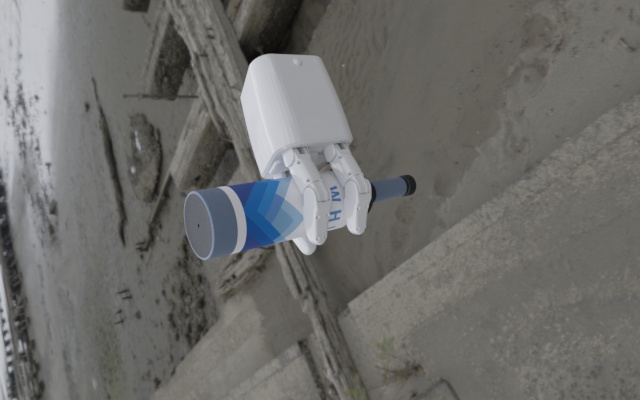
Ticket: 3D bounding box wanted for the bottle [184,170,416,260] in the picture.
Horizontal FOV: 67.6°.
[{"bbox_3d":[0.000,0.002,0.537,0.295,0.069,0.069,-11,6,-37],"label":"bottle"}]
